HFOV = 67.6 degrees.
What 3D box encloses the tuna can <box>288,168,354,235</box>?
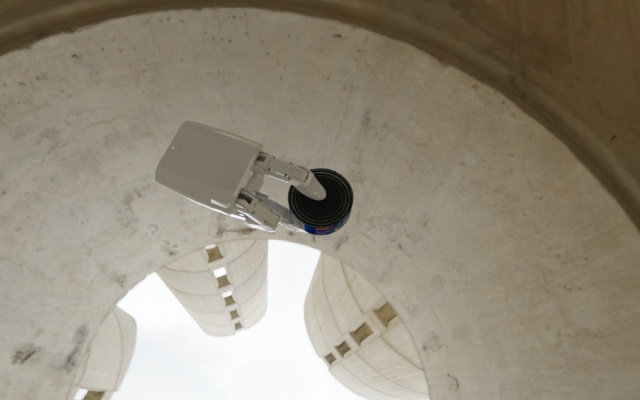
[{"bbox_3d":[0.000,0.002,0.633,0.086,0.086,0.034,0,-25,0],"label":"tuna can"}]
